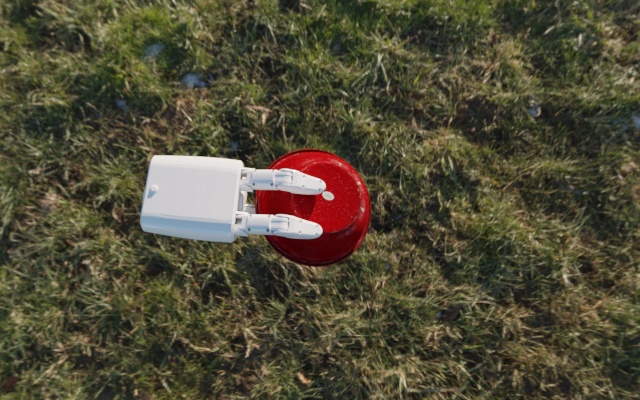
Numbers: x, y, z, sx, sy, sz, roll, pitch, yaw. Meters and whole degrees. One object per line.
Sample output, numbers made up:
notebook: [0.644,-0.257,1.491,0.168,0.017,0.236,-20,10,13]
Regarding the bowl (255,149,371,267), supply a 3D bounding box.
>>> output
bowl: [0.001,0.002,0.615,0.162,0.162,0.055,0,-13,-18]
